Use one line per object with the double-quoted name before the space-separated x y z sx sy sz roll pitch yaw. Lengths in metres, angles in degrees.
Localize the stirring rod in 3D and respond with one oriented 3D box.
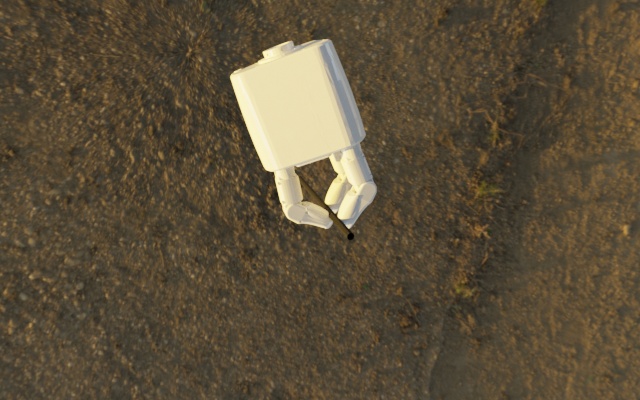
"stirring rod" 0.000 0.002 0.593 0.011 0.011 0.239 0 17 -15
